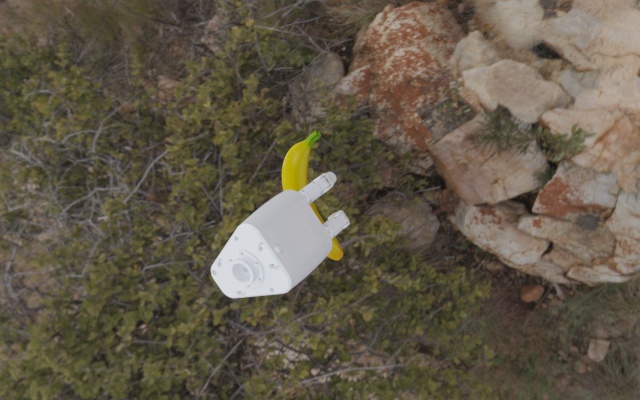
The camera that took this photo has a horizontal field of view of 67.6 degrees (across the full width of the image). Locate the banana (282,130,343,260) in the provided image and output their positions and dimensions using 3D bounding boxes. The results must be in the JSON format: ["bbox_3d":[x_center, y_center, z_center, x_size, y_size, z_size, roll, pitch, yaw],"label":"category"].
[{"bbox_3d":[-0.017,0.000,0.704,0.069,0.198,0.037,-5,17,24],"label":"banana"}]
